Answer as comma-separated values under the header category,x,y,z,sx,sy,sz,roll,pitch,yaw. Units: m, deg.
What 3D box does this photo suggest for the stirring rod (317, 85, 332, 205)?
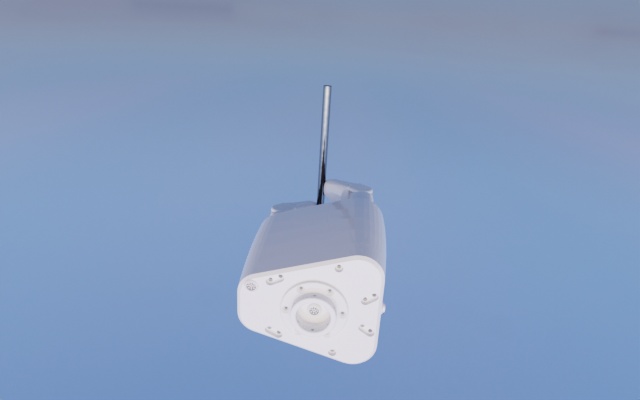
category,x,y,z,sx,sy,sz,roll,pitch,yaw
stirring rod,0.000,0.002,0.503,0.011,0.240,0.011,3,21,-1
